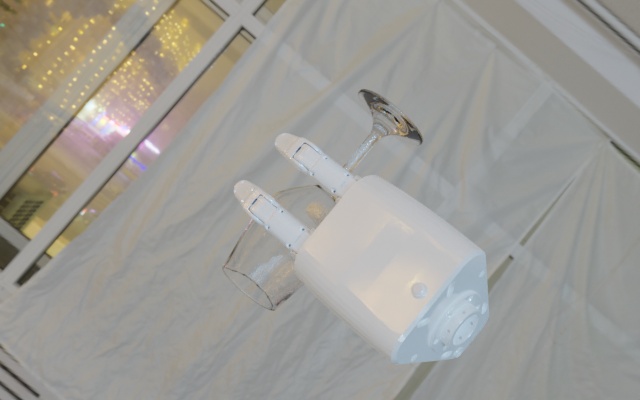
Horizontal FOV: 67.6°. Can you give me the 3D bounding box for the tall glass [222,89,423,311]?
[{"bbox_3d":[0.000,0.001,0.428,0.079,0.201,0.079,40,-2,2],"label":"tall glass"}]
